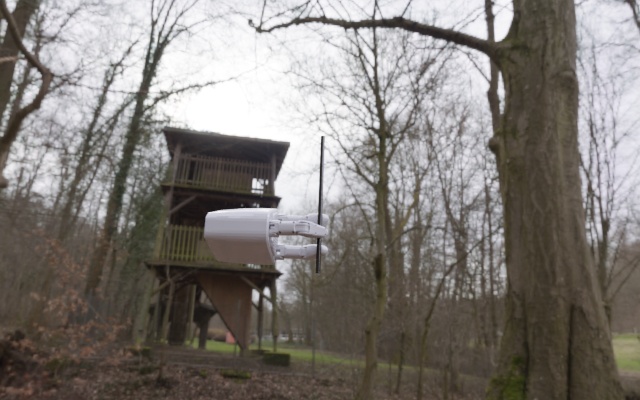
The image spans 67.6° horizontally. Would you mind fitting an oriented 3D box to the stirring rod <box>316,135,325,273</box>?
[{"bbox_3d":[0.000,0.003,0.813,0.011,0.239,0.011,2,-15,1],"label":"stirring rod"}]
